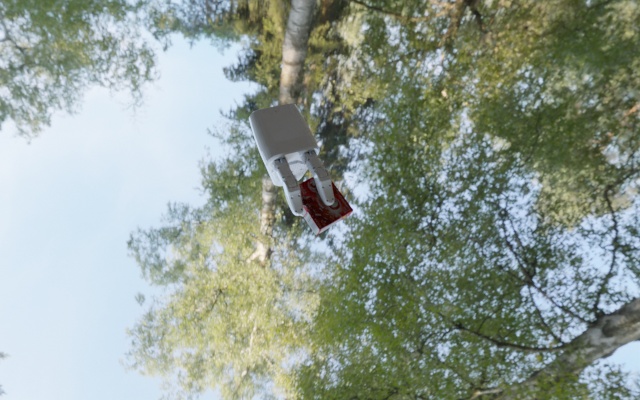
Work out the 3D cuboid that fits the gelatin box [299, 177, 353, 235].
[{"bbox_3d":[0.000,0.003,0.810,0.073,0.089,0.030,-29,-14,-25],"label":"gelatin box"}]
